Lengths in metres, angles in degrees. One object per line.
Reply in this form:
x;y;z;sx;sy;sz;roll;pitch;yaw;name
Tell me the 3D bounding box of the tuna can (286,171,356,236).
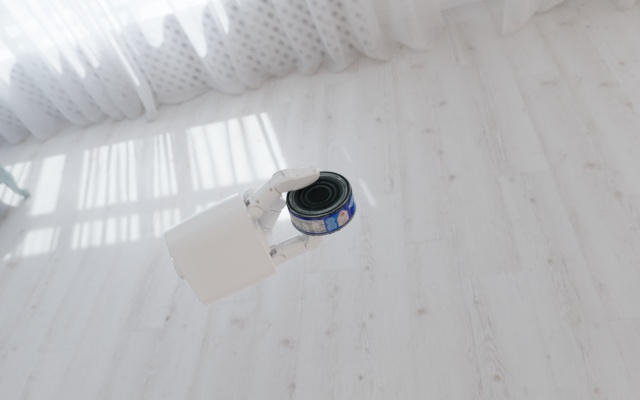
0.000;0.002;0.599;0.086;0.034;0.086;-8;43;8;tuna can
